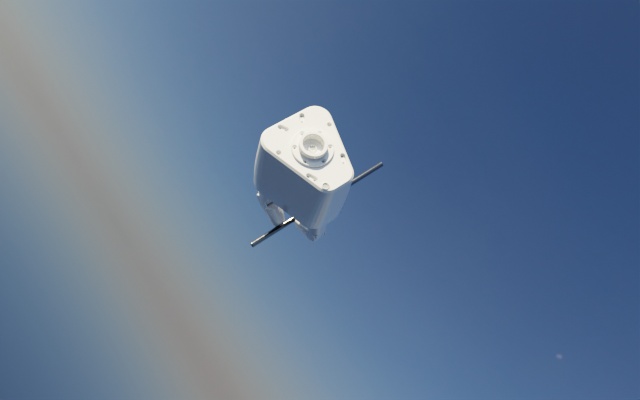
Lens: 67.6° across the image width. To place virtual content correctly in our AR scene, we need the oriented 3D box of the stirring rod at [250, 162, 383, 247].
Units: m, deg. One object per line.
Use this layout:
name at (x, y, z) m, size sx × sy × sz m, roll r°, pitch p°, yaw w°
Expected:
stirring rod at (0.000, 0.002, 0.703) m, size 0.239 × 0.011 × 0.011 m, roll -32°, pitch 13°, yaw -21°
